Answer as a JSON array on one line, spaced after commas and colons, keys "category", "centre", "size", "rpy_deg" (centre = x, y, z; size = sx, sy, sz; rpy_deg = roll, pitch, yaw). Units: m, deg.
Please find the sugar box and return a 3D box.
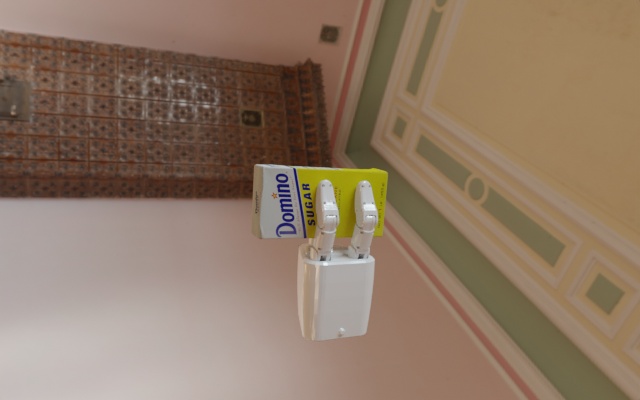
[{"category": "sugar box", "centre": [0.000, 0.002, 0.630], "size": [0.176, 0.093, 0.048], "rpy_deg": [0, 8, -25]}]
